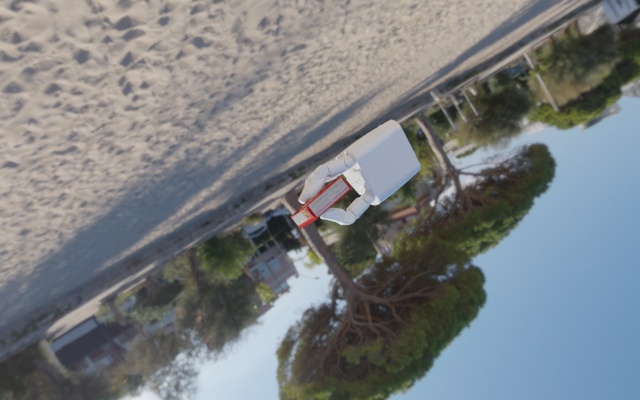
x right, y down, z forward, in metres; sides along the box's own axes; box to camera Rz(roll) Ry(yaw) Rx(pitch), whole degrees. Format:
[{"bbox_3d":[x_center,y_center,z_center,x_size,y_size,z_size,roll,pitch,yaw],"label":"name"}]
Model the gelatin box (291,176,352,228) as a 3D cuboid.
[{"bbox_3d":[0.000,0.003,0.797,0.089,0.030,0.073,-42,4,-28],"label":"gelatin box"}]
